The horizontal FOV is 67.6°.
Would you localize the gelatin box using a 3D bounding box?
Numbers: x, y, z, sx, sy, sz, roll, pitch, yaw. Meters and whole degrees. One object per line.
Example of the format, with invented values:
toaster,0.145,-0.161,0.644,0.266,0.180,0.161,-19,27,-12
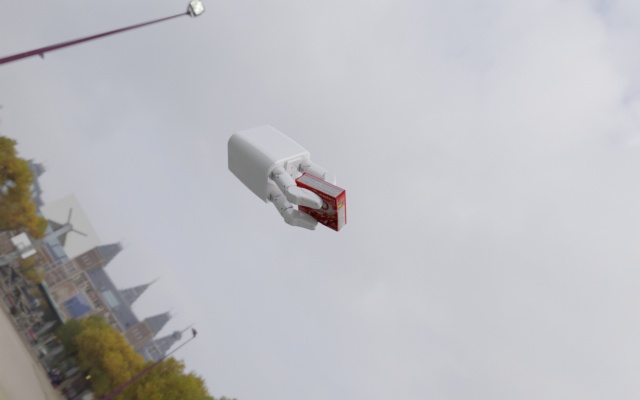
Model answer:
gelatin box,0.001,0.002,0.793,0.089,0.073,0.030,25,47,30
